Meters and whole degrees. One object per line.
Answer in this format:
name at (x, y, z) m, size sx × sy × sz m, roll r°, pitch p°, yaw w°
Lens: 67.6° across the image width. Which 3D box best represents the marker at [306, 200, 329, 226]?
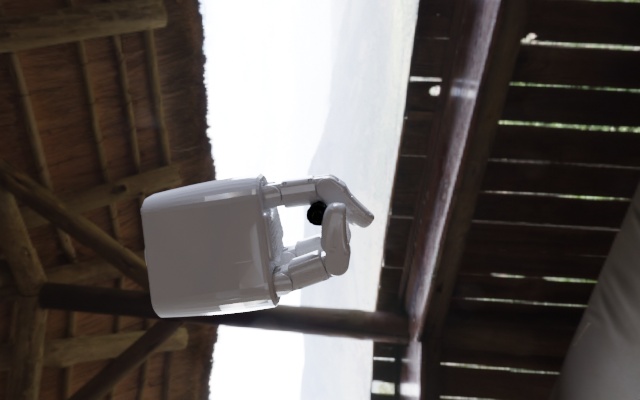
marker at (0.000, 0.001, 0.449) m, size 0.020 × 0.020 × 0.121 m, roll 0°, pitch 12°, yaw 3°
